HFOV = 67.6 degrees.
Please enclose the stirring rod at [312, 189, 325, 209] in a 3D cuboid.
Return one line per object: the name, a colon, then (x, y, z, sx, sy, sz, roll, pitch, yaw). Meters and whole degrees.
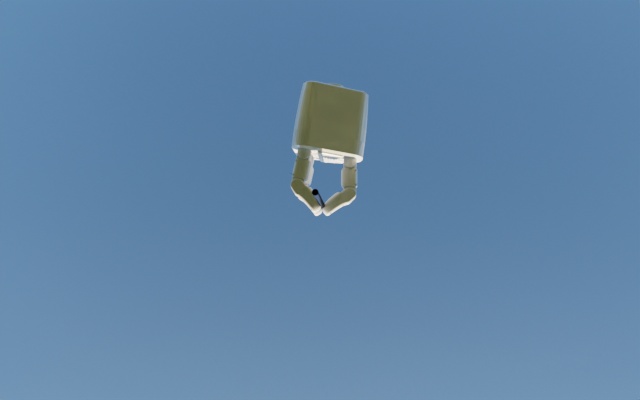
stirring rod: (0.000, 0.002, 0.686, 0.011, 0.011, 0.239, 0, -6, 3)
